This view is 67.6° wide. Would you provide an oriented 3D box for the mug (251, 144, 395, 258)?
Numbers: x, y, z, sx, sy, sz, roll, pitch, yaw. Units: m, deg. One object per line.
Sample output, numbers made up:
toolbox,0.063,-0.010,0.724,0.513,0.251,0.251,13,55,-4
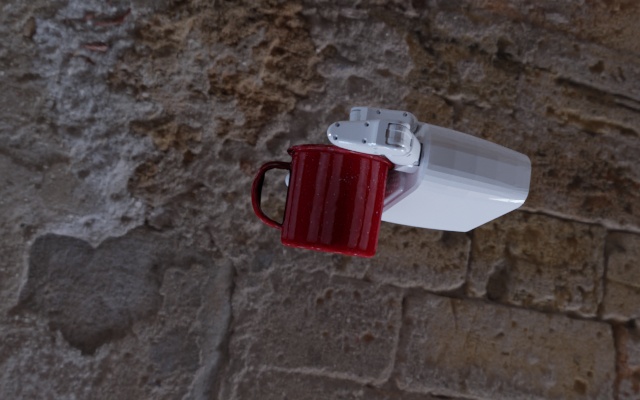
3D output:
mug,-0.001,0.001,0.401,0.117,0.081,0.093,10,-6,-13
